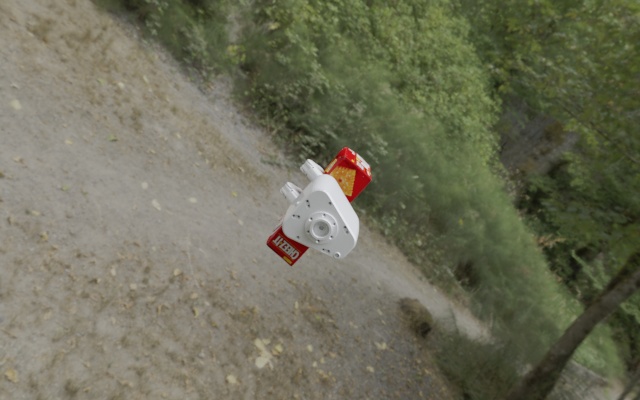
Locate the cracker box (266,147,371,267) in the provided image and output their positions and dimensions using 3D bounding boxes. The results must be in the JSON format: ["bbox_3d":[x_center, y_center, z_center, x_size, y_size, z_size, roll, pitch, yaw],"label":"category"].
[{"bbox_3d":[0.000,0.003,0.899,0.072,0.214,0.164,42,13,-5],"label":"cracker box"}]
